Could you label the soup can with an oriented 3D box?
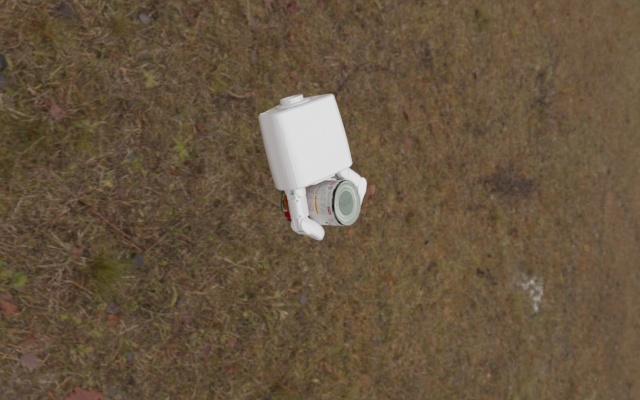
[{"bbox_3d":[0.000,0.003,0.707,0.102,0.068,0.068,1,1,39],"label":"soup can"}]
